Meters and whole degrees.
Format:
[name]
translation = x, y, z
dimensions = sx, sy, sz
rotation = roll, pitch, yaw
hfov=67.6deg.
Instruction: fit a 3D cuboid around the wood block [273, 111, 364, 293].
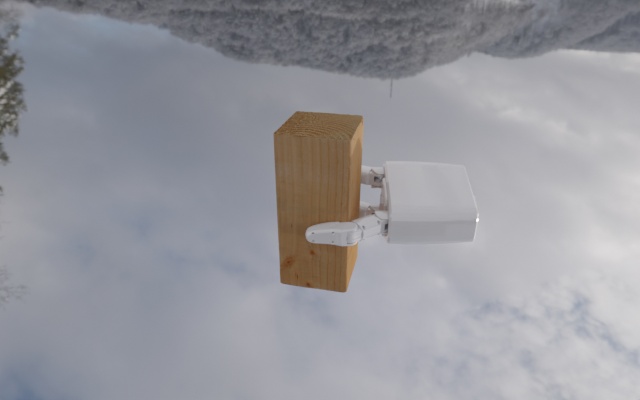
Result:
[wood block]
translation = 0.000, 0.002, 0.602
dimensions = 0.090, 0.206, 0.090
rotation = 6, 28, 12
